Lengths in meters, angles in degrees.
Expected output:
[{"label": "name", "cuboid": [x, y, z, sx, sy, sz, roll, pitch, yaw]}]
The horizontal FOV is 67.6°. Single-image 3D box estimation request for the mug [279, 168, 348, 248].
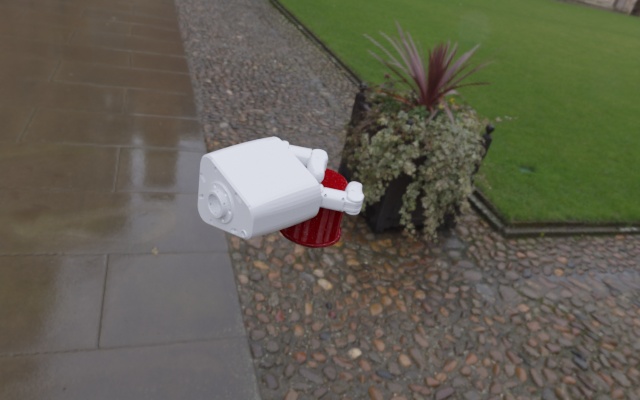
[{"label": "mug", "cuboid": [0.001, 0.002, 0.666, 0.093, 0.081, 0.117, 33, 36, 31]}]
